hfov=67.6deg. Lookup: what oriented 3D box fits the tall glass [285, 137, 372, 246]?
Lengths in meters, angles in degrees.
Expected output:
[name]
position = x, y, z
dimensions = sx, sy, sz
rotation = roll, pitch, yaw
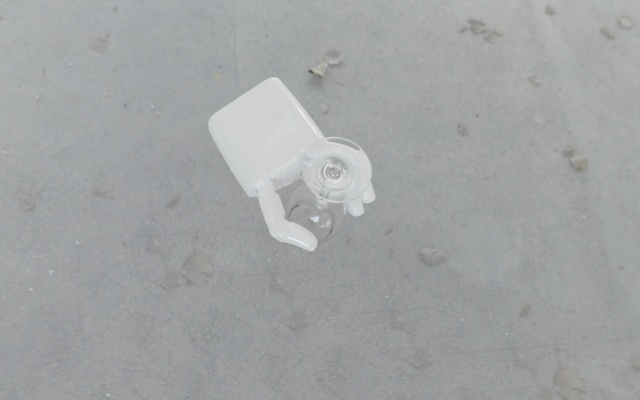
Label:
[tall glass]
position = 0.000, 0.002, 0.578
dimensions = 0.079, 0.079, 0.201
rotation = 0, -21, -10
